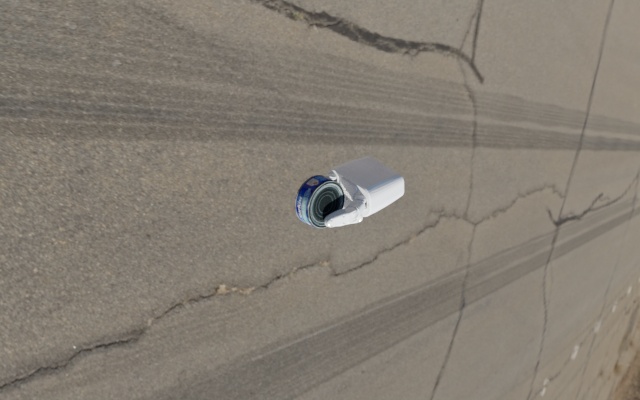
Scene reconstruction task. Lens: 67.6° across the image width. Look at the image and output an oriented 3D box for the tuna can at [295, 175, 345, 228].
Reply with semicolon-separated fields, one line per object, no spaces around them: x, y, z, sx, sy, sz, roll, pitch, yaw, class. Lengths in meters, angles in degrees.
0.000;0.003;0.800;0.086;0.086;0.033;0;17;-44;tuna can
